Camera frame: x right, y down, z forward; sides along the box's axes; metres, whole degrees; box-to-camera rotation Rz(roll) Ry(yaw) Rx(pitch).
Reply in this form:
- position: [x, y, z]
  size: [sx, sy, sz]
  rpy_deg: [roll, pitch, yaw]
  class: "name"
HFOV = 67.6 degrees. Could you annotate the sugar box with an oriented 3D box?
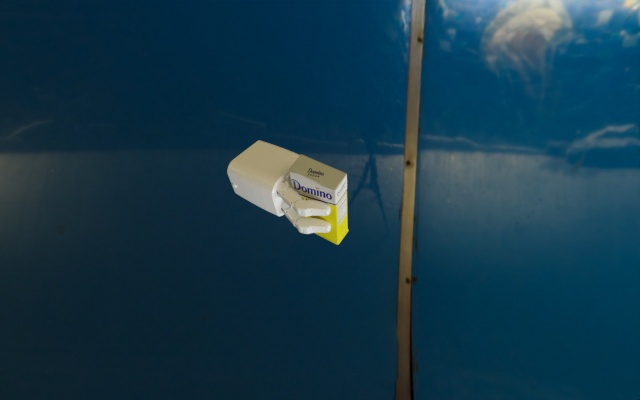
- position: [0.000, 0.003, 0.851]
  size: [0.093, 0.048, 0.176]
  rpy_deg: [24, -27, 20]
  class: "sugar box"
